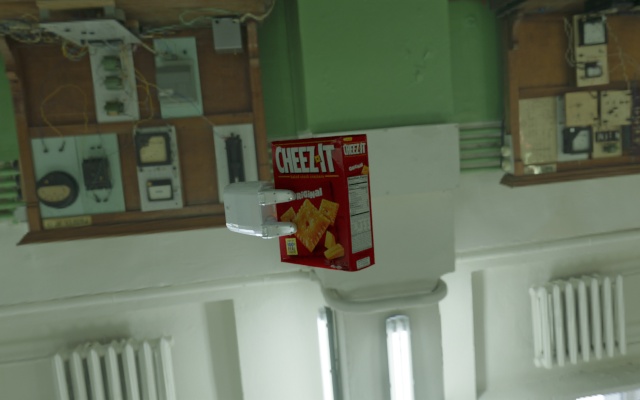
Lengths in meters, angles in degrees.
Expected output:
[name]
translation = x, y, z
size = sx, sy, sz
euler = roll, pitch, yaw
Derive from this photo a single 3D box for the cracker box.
[cracker box]
translation = 0.000, 0.003, 0.792
size = 0.164, 0.214, 0.072
euler = 2, 10, 43
